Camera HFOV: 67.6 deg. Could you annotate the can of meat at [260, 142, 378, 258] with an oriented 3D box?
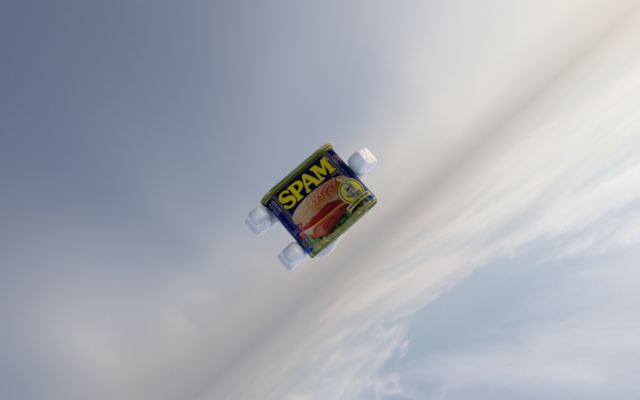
[{"bbox_3d":[0.000,0.002,0.527,0.102,0.084,0.057,-41,-7,-6],"label":"can of meat"}]
